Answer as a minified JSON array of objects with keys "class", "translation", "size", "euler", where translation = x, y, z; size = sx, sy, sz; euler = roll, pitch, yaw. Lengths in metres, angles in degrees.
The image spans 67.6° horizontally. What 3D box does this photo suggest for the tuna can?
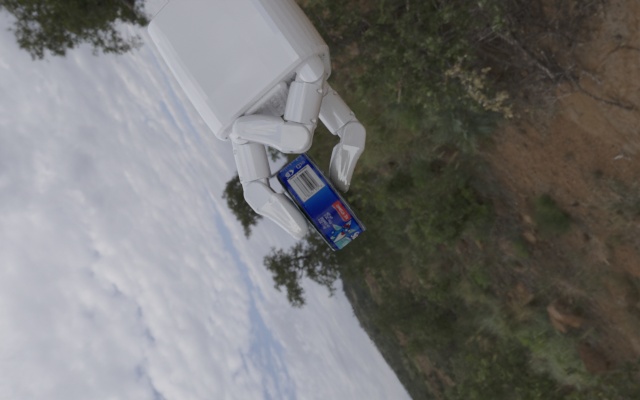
[{"class":"tuna can","translation":[0.000,0.002,0.409],"size":[0.034,0.086,0.086],"euler":[-38,0,0]}]
